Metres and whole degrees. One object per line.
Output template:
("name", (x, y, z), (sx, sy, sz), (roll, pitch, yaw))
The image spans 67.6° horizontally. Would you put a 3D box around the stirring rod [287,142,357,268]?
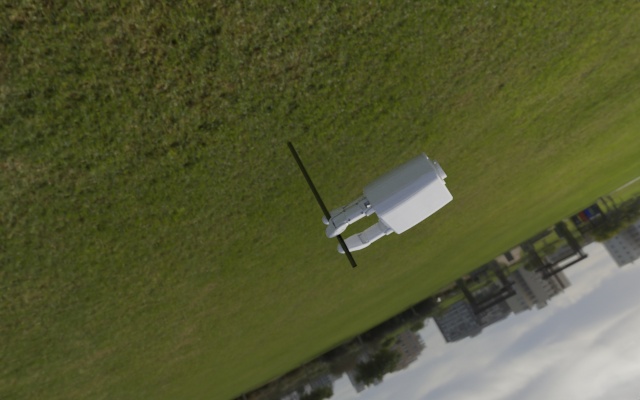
("stirring rod", (0.000, 0.002, 0.784), (0.011, 0.239, 0.011), (-25, -18, -9))
